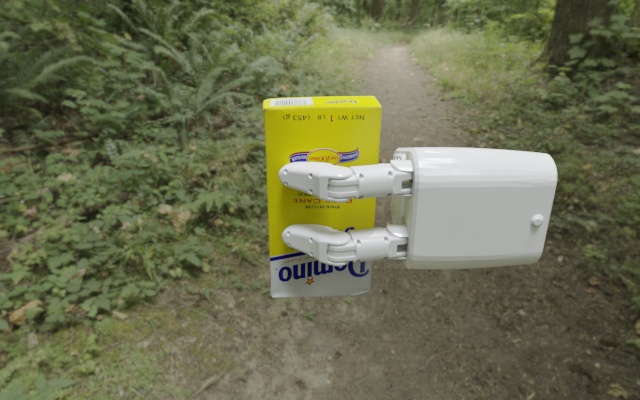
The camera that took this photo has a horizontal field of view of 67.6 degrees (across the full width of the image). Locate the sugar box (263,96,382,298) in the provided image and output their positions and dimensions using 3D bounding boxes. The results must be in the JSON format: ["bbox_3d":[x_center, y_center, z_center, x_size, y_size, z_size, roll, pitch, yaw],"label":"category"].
[{"bbox_3d":[0.000,0.001,0.412,0.093,0.176,0.048,-1,23,-3],"label":"sugar box"}]
